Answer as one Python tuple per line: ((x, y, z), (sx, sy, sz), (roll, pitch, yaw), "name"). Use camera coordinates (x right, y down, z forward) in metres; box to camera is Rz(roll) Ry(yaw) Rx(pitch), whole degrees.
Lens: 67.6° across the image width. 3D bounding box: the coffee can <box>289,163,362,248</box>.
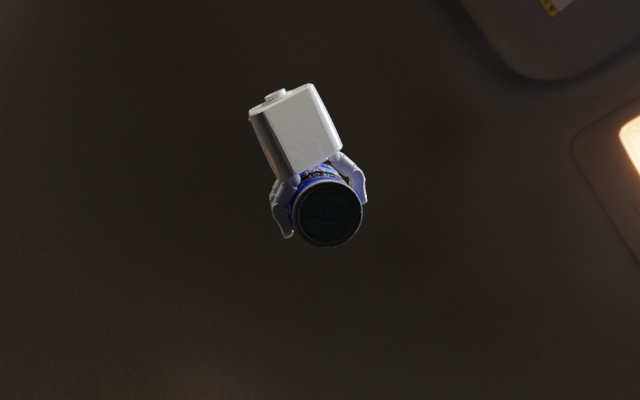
((0.000, 0.003, 0.756), (0.103, 0.103, 0.140), (0, 16, -9), "coffee can")
